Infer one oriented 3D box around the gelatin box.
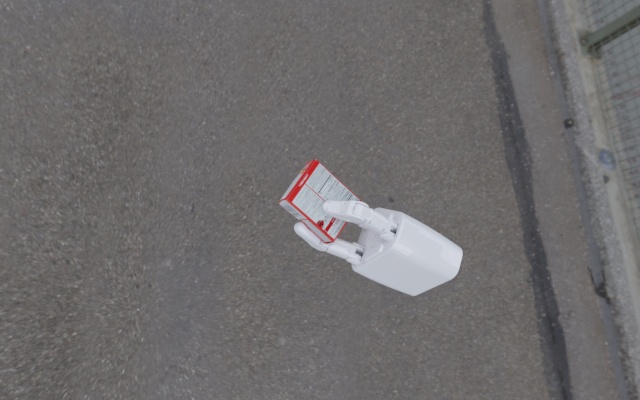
[{"bbox_3d":[0.000,0.002,0.631,0.089,0.073,0.030,42,-25,-17],"label":"gelatin box"}]
